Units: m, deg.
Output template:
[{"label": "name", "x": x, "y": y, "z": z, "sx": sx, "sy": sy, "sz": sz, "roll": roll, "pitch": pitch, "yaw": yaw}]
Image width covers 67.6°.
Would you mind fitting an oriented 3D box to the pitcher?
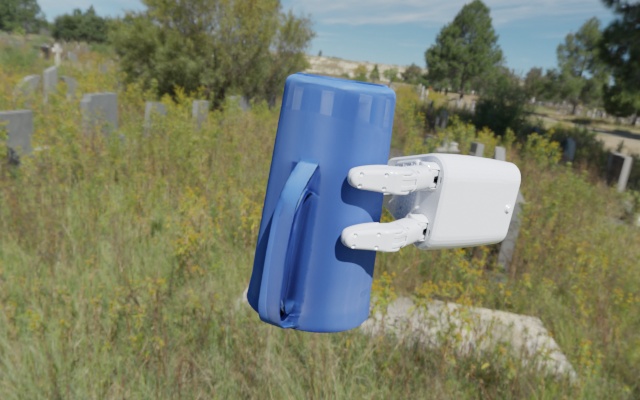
[{"label": "pitcher", "x": 0.000, "y": 0.002, "z": 0.479, "sx": 0.145, "sy": 0.243, "sz": 0.149, "roll": 2, "pitch": 16, "yaw": -24}]
